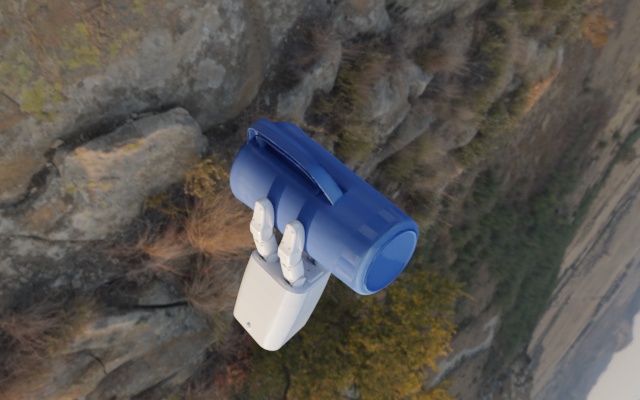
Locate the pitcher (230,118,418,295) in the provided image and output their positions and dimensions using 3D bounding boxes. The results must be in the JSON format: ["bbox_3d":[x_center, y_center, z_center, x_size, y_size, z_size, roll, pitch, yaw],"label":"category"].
[{"bbox_3d":[0.000,0.002,0.608,0.242,0.145,0.149,38,25,33],"label":"pitcher"}]
